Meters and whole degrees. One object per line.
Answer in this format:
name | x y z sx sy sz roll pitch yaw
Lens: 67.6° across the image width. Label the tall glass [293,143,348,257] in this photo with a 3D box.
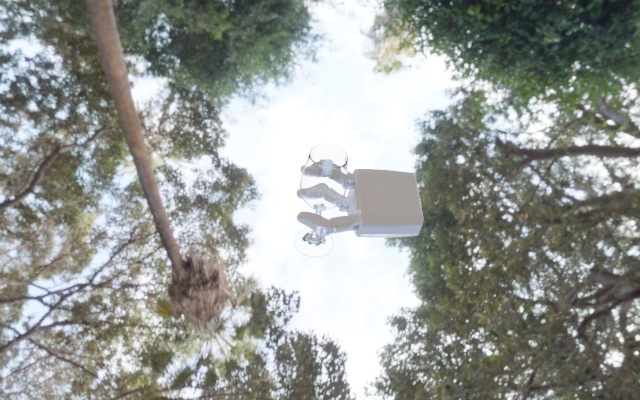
tall glass | 0.000 0.003 0.800 0.079 0.201 0.079 5 43 -5
